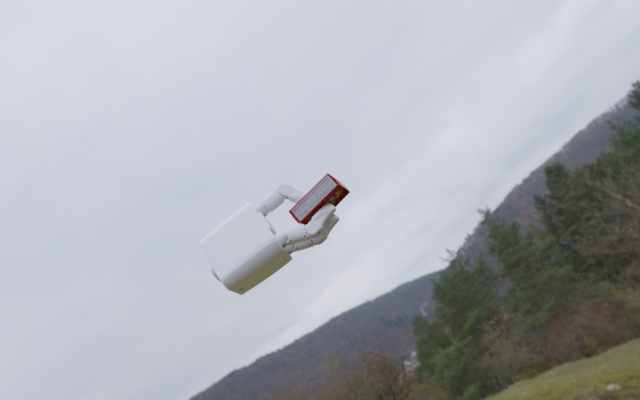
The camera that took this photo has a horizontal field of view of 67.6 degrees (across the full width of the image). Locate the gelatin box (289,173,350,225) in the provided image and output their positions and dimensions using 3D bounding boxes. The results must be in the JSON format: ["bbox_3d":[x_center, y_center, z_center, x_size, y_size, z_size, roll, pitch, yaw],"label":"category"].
[{"bbox_3d":[0.000,0.002,0.766,0.030,0.089,0.073,47,7,19],"label":"gelatin box"}]
